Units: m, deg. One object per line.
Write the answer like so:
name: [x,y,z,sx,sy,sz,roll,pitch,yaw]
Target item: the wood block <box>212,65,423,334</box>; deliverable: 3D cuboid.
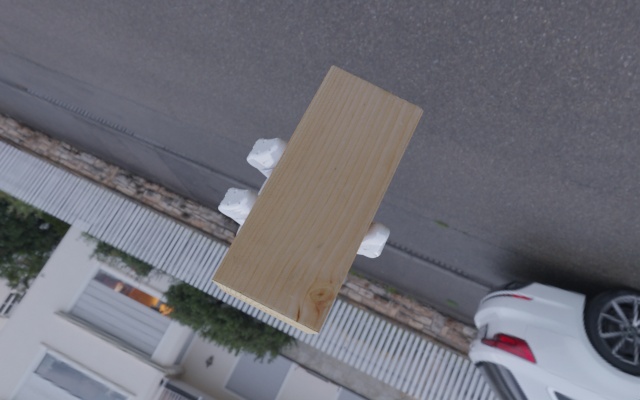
wood block: [0.000,0.002,0.419,0.091,0.206,0.090,27,-17,1]
